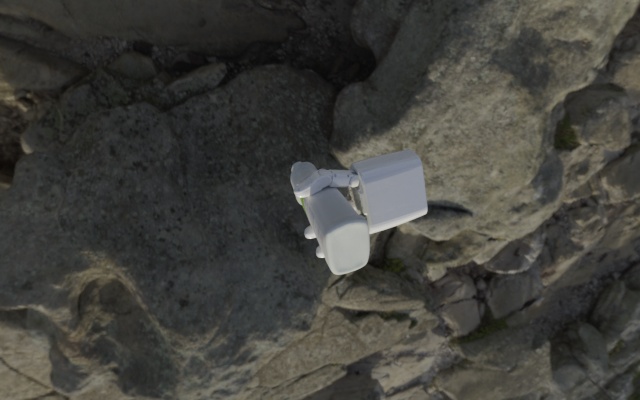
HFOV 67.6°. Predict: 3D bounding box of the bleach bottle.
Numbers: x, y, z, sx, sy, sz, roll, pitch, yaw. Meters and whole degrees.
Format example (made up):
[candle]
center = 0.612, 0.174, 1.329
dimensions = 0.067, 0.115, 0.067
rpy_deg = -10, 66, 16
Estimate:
[bleach bottle]
center = 0.000, 0.003, 0.775
dimensions = 0.068, 0.103, 0.250
rpy_deg = -16, 38, -12
